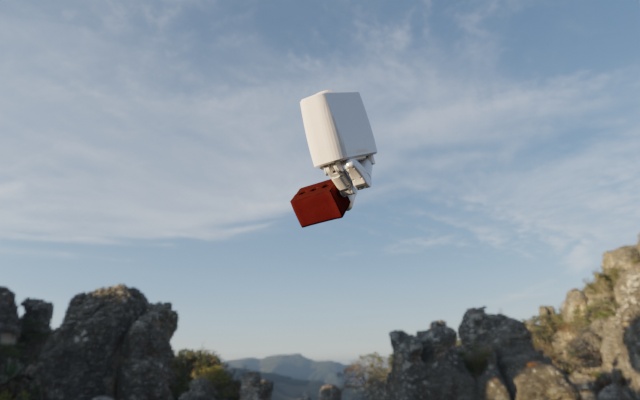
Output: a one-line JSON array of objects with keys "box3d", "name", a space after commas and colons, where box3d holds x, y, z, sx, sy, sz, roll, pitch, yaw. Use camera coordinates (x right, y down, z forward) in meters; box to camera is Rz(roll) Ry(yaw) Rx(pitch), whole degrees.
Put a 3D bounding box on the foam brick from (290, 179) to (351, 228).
[{"box3d": [0.000, 0.003, 0.774, 0.078, 0.051, 0.053, -16, 22, 27], "name": "foam brick"}]
